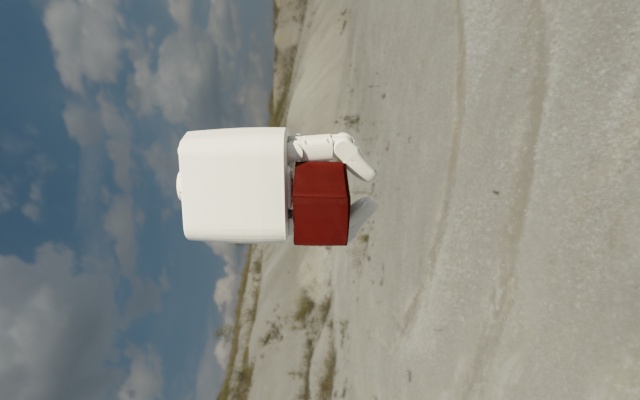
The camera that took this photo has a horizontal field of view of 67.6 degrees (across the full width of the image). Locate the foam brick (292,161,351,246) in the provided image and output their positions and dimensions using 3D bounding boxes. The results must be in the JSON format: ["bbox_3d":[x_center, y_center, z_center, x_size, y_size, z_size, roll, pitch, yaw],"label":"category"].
[{"bbox_3d":[0.000,0.002,0.457,0.051,0.053,0.078,1,28,-1],"label":"foam brick"}]
